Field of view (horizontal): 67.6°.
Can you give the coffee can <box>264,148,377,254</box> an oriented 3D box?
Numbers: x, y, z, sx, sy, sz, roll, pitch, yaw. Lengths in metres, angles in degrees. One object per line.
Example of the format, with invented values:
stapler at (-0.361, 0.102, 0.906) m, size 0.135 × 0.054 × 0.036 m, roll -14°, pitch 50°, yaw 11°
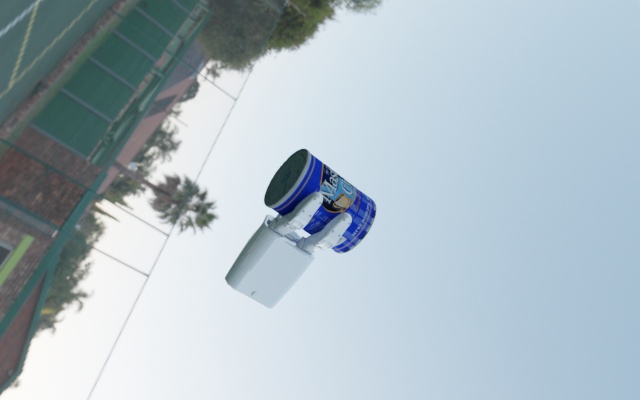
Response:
coffee can at (0.000, 0.002, 0.727) m, size 0.140 × 0.102 × 0.103 m, roll 36°, pitch -16°, yaw -23°
